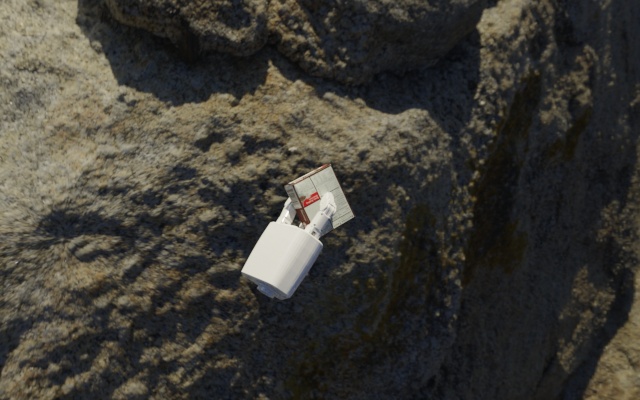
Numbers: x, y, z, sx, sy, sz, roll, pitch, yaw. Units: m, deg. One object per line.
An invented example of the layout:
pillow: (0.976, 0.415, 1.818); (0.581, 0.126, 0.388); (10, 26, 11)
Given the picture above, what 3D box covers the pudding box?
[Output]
pudding box: (0.000, 0.003, 0.868); (0.090, 0.113, 0.039); (-29, 10, -26)
